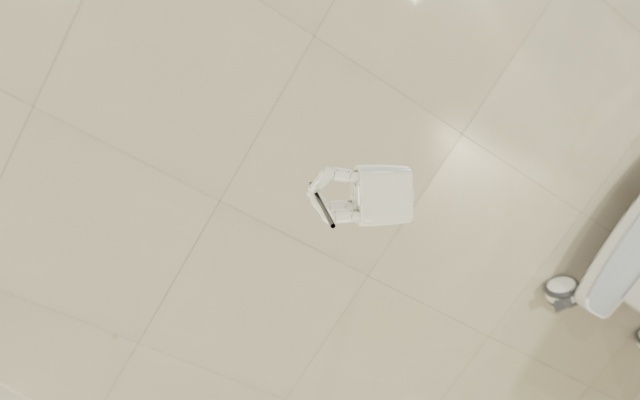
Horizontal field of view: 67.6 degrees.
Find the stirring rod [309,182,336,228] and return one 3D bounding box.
[{"bbox_3d":[0.000,0.003,0.859,0.011,0.011,0.239,0,18,-10],"label":"stirring rod"}]
